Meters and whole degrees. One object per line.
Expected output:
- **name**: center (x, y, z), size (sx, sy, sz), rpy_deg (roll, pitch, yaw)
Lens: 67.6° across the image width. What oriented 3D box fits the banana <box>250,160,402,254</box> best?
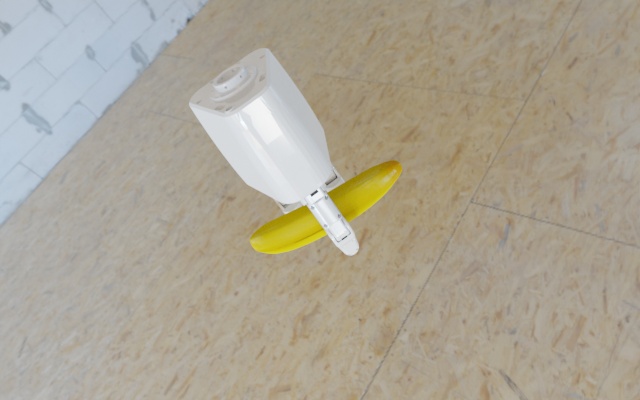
- **banana**: center (-0.004, 0.013, 0.505), size (0.198, 0.037, 0.069), rpy_deg (-25, 26, 19)
